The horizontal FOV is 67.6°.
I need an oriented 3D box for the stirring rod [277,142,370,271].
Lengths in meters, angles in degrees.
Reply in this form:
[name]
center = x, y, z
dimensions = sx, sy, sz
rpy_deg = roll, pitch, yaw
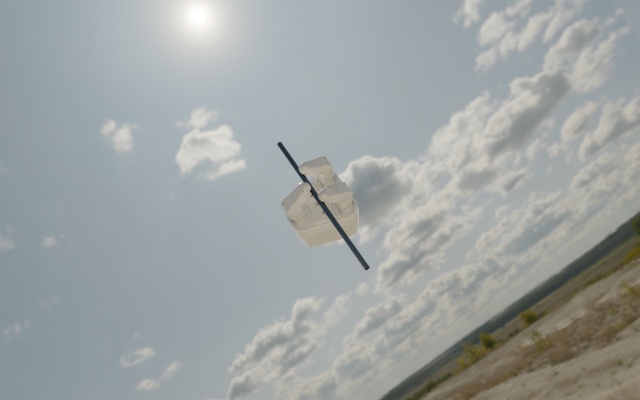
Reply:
[stirring rod]
center = 0.000, 0.002, 0.696
dimensions = 0.011, 0.239, 0.011
rpy_deg = -29, -23, -14
